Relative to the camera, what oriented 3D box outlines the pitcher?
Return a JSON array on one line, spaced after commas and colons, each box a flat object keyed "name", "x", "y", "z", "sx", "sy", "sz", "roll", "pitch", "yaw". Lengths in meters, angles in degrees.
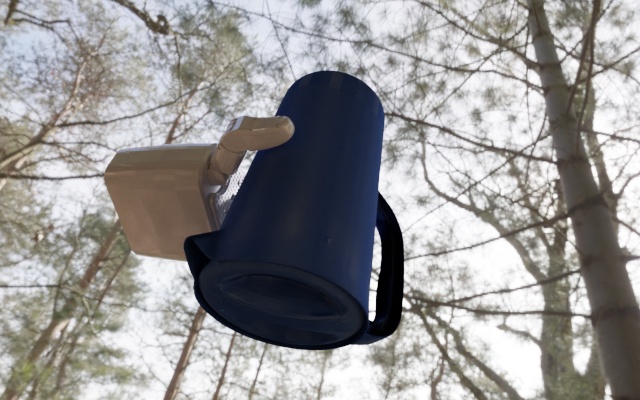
[{"name": "pitcher", "x": 0.000, "y": 0.001, "z": 0.427, "sx": 0.145, "sy": 0.242, "sz": 0.149, "roll": 0, "pitch": -41, "yaw": 18}]
